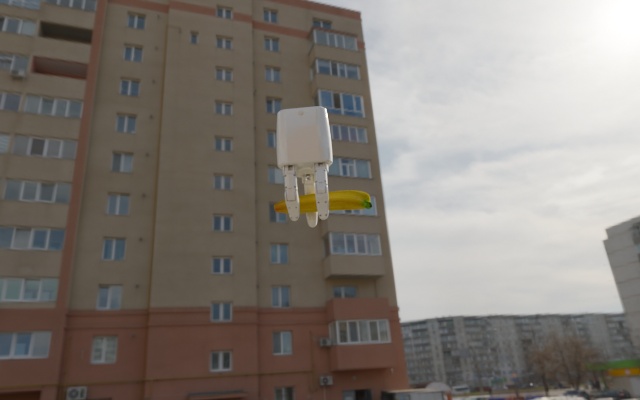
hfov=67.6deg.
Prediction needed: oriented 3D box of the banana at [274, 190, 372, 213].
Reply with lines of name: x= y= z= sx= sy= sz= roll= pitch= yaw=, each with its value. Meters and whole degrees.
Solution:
banana: x=0.012 y=0.002 z=0.882 sx=0.198 sy=0.037 sz=0.069 roll=-4 pitch=-1 yaw=27
